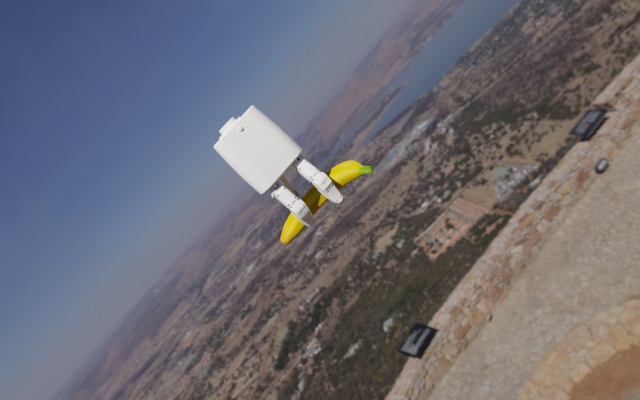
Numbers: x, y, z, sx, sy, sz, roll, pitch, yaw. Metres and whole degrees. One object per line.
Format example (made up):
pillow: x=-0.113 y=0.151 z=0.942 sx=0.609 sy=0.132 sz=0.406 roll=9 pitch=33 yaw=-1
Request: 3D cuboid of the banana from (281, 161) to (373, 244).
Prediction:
banana: x=0.001 y=-0.006 z=0.813 sx=0.037 sy=0.198 sz=0.069 roll=44 pitch=12 yaw=-19
